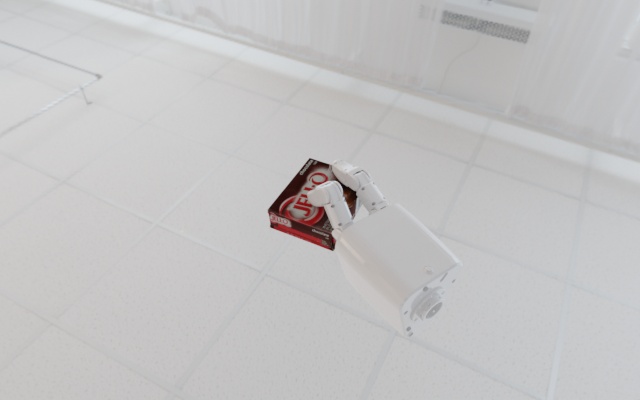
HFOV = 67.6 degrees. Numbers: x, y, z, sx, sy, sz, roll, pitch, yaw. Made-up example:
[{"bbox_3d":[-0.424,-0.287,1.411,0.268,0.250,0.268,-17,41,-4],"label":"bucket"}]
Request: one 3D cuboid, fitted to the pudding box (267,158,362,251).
[{"bbox_3d":[0.000,0.002,0.602,0.090,0.039,0.113,19,46,18],"label":"pudding box"}]
